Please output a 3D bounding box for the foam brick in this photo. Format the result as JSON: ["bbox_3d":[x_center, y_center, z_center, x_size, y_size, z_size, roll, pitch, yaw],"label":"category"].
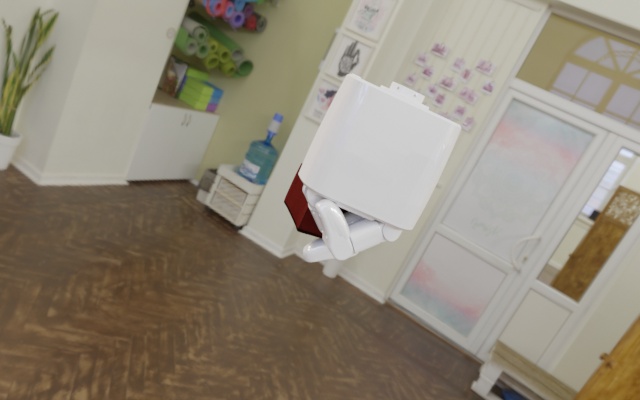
[{"bbox_3d":[0.000,0.002,0.510,0.053,0.051,0.078,18,17,-22],"label":"foam brick"}]
